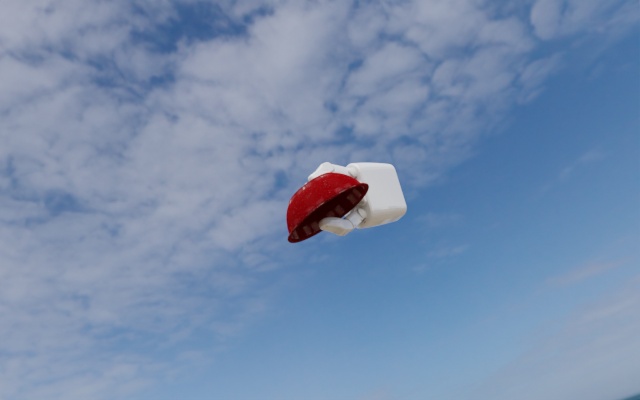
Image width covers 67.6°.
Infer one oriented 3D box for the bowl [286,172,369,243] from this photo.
[{"bbox_3d":[-0.001,0.002,0.792,0.162,0.055,0.162,-33,-15,-10],"label":"bowl"}]
